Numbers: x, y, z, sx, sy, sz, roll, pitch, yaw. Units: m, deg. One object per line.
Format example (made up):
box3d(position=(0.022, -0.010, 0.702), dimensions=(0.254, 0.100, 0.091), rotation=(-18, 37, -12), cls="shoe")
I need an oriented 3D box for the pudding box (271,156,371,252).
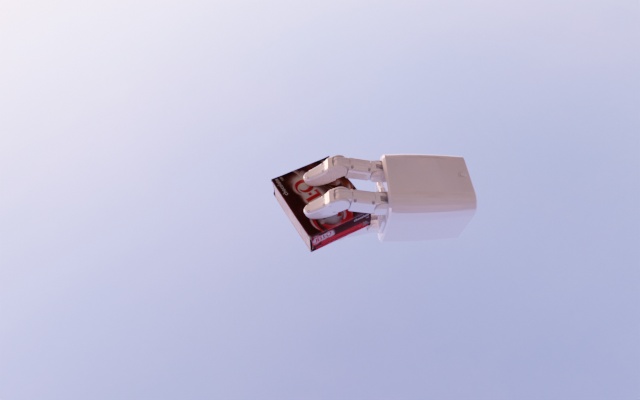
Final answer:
box3d(position=(0.000, 0.002, 0.621), dimensions=(0.090, 0.039, 0.113), rotation=(-23, 51, -19), cls="pudding box")
